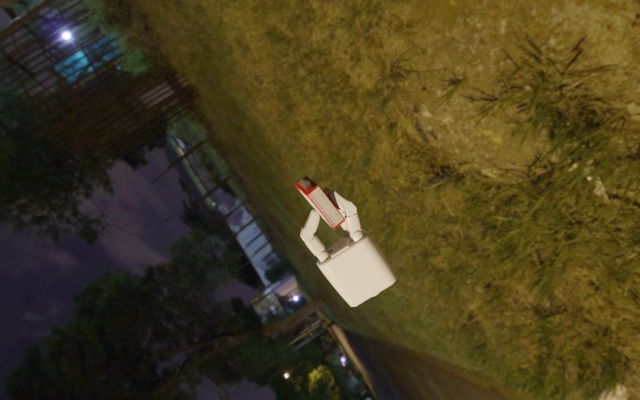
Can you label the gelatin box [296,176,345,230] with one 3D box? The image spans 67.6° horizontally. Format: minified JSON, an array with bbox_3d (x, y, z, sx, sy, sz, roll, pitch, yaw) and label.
[{"bbox_3d":[0.000,0.003,0.864,0.030,0.089,0.073,-41,24,-4],"label":"gelatin box"}]
